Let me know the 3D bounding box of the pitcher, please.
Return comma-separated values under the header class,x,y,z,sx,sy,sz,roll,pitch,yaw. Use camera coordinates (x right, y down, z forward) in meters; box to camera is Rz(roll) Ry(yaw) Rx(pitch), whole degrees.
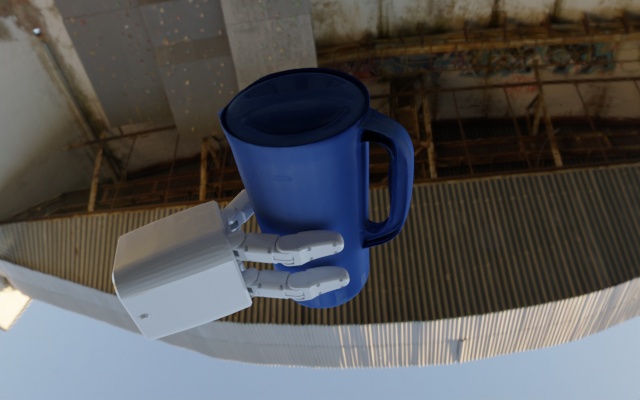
class,x,y,z,sx,sy,sz,roll,pitch,yaw
pitcher,0.000,0.002,0.489,0.145,0.243,0.149,-20,42,-12
